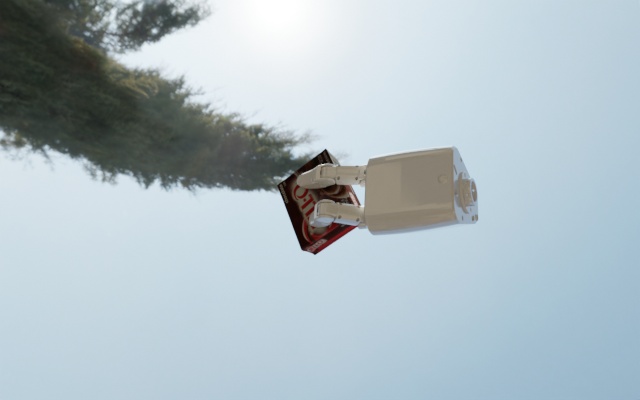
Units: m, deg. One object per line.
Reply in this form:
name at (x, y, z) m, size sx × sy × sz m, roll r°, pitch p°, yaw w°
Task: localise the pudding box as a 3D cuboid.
pudding box at (0.000, 0.002, 0.633) m, size 0.090 × 0.113 × 0.039 m, roll -35°, pitch -36°, yaw 18°
